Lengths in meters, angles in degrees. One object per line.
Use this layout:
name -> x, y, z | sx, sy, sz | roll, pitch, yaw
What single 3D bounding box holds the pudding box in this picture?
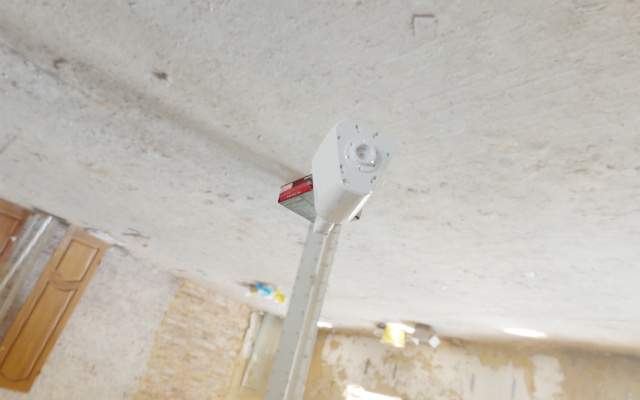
pudding box -> 0.000, 0.003, 0.788 | 0.113, 0.039, 0.090 | 34, -34, -33
